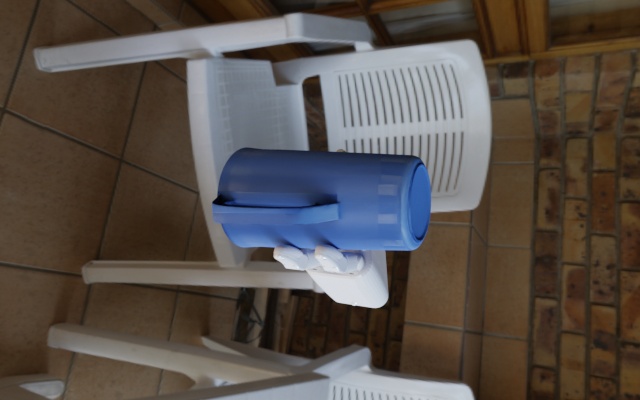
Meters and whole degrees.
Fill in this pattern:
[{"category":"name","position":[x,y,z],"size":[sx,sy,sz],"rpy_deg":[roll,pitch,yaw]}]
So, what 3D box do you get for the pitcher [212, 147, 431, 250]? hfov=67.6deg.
[{"category":"pitcher","position":[0.000,0.002,0.580],"size":[0.243,0.149,0.145],"rpy_deg":[2,-35,27]}]
